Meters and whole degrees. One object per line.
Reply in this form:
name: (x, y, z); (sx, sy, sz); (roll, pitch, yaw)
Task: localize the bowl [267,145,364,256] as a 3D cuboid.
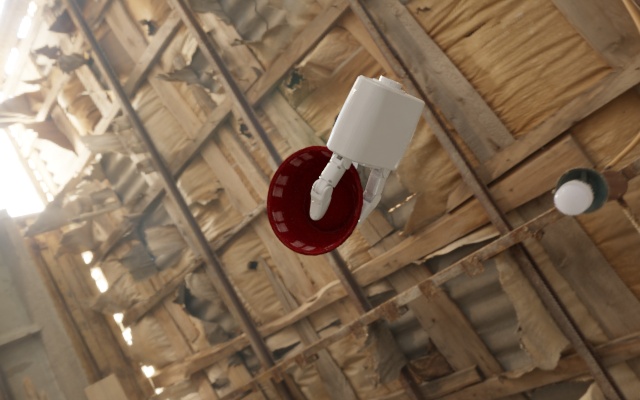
bowl: (-0.001, 0.003, 0.716); (0.162, 0.162, 0.055); (0, -7, 29)
